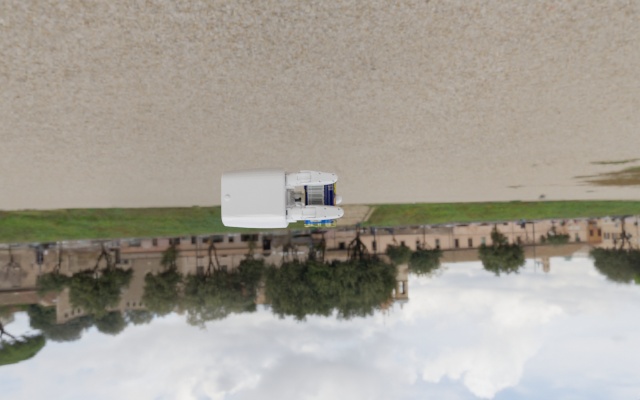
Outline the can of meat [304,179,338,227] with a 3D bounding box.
[{"bbox_3d":[0.000,0.003,0.810,0.057,0.084,0.102,-1,-2,4],"label":"can of meat"}]
